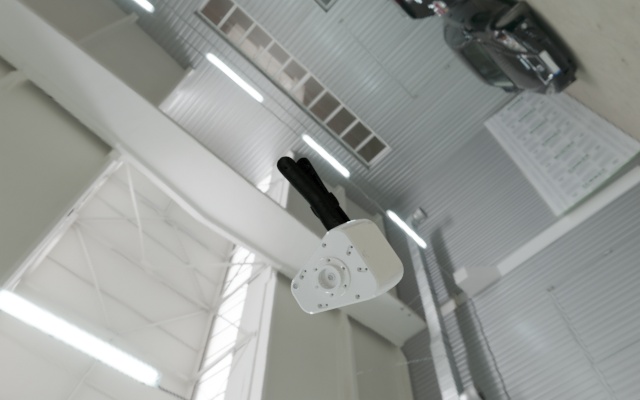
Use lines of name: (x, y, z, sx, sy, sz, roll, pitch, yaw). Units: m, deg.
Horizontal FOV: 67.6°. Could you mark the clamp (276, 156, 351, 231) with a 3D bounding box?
clamp: (0.000, 0.003, 0.677, 0.039, 0.171, 0.120, -41, -13, 17)
